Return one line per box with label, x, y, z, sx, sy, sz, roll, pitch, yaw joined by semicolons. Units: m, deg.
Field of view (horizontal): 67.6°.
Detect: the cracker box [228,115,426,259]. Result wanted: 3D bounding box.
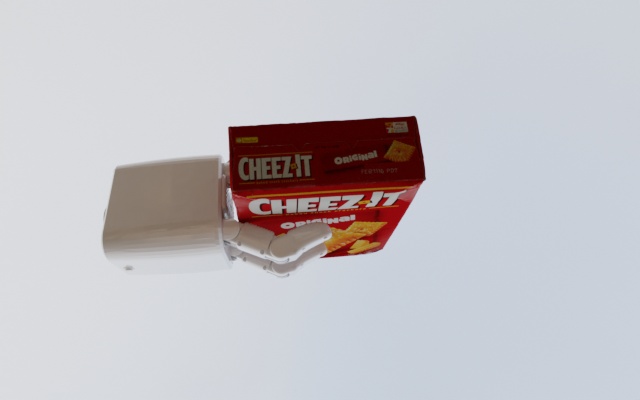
cracker box;0.000;0.002;0.491;0.164;0.072;0.214;-5;-21;-5
